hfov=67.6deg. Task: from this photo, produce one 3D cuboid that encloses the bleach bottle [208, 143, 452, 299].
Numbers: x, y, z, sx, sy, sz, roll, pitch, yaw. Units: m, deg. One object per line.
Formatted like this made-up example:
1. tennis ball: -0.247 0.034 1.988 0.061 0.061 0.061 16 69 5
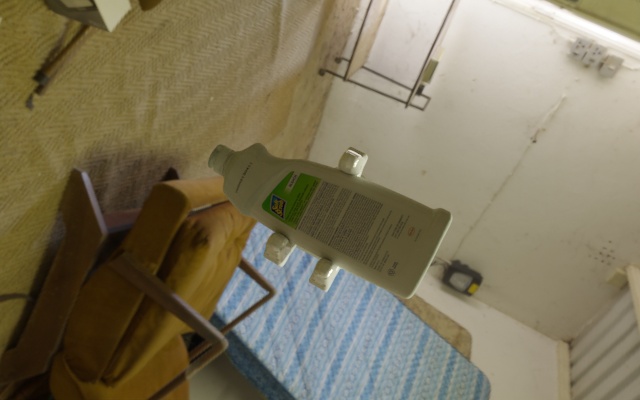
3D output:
1. bleach bottle: 0.000 0.002 0.500 0.251 0.102 0.068 28 -4 8
